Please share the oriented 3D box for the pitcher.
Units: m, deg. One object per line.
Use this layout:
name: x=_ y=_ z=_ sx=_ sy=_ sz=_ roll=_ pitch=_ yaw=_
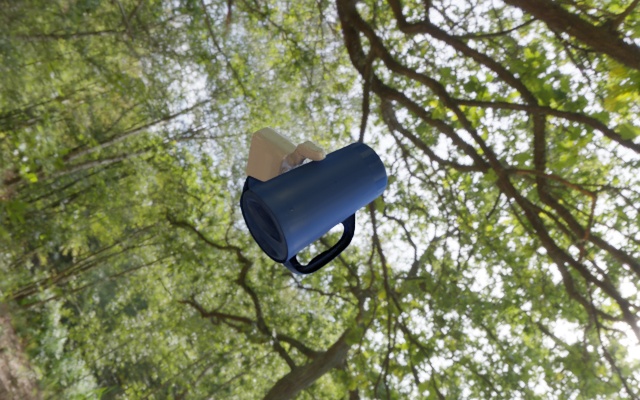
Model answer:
pitcher: x=0.000 y=0.003 z=0.813 sx=0.243 sy=0.149 sz=0.145 roll=-29 pitch=47 yaw=-28
